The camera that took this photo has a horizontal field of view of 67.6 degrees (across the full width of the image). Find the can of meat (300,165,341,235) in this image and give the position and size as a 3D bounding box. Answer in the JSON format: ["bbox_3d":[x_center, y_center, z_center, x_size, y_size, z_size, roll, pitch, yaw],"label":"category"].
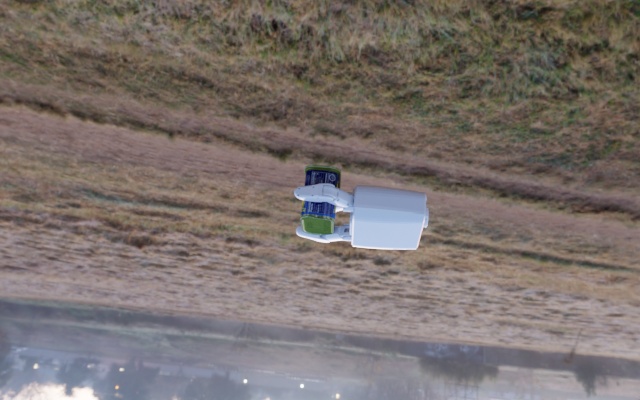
[{"bbox_3d":[0.000,0.003,0.751,0.057,0.084,0.102,5,-19,3],"label":"can of meat"}]
